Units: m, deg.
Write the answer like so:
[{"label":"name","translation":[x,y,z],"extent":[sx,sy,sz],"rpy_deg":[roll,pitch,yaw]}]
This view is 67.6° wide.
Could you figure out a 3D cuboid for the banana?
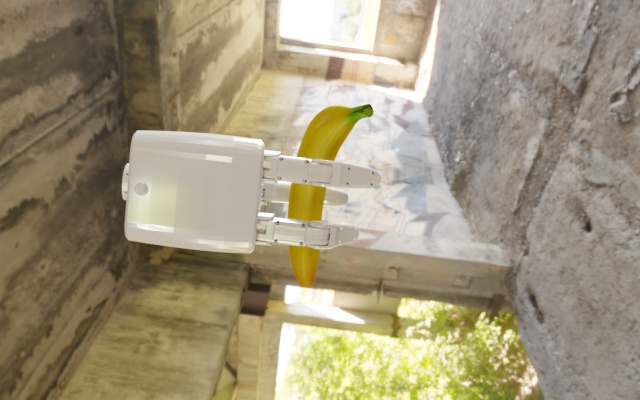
[{"label":"banana","translation":[-0.005,-0.011,0.462],"extent":[0.037,0.198,0.069],"rpy_deg":[3,29,-24]}]
